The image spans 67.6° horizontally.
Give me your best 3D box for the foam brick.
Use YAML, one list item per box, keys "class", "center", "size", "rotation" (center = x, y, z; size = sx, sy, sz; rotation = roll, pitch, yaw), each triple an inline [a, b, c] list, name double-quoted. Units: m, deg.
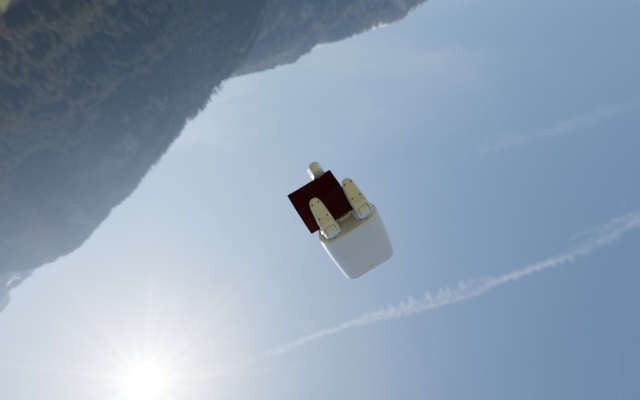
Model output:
- class: "foam brick"
  center: [0.000, 0.002, 0.723]
  size: [0.078, 0.051, 0.053]
  rotation: [-31, 38, -1]
